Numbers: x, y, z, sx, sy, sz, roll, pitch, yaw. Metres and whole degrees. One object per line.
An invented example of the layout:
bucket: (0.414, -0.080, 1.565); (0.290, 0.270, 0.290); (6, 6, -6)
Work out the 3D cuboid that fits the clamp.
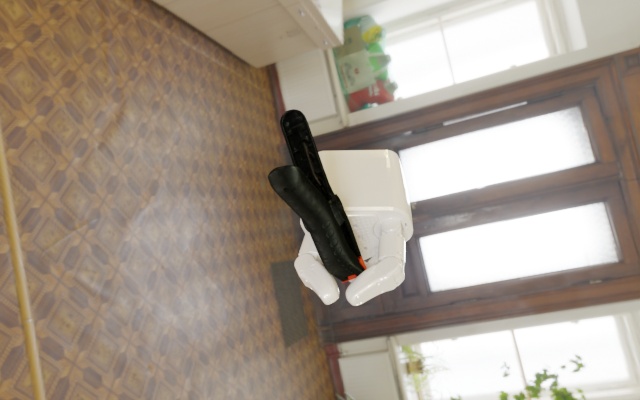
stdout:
clamp: (0.001, 0.001, 0.437); (0.039, 0.172, 0.120); (-13, 41, 16)
